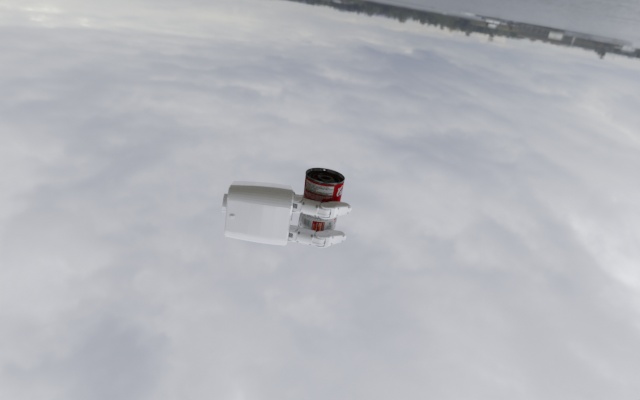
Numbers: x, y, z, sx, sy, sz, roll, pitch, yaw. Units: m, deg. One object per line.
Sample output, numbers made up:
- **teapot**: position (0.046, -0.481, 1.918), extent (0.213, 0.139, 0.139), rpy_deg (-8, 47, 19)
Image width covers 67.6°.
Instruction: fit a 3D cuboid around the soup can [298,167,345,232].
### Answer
- **soup can**: position (0.001, 0.003, 0.827), extent (0.068, 0.102, 0.068), rpy_deg (8, 23, -4)
